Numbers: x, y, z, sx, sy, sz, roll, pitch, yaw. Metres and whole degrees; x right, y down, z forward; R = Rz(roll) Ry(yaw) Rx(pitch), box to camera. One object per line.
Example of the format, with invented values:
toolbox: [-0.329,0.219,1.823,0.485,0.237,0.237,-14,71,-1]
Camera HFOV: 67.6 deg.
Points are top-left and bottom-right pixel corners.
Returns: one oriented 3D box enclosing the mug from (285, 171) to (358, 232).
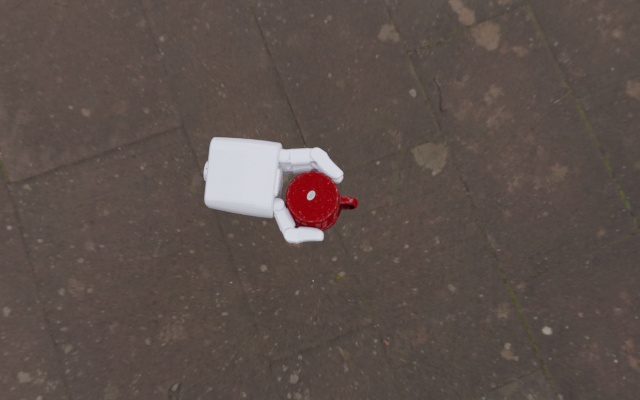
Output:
mug: [0.002,0.003,0.748,0.117,0.093,0.081,5,-10,1]
